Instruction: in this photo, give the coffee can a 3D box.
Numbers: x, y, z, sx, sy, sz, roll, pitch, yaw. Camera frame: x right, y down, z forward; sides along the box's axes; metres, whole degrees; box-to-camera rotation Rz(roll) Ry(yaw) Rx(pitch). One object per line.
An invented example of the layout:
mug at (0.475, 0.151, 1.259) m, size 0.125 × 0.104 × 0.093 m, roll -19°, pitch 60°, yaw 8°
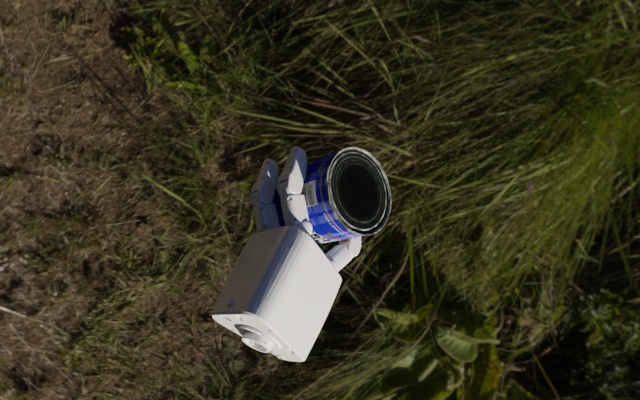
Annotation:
coffee can at (0.000, 0.002, 0.584) m, size 0.103 × 0.103 × 0.140 m, roll 0°, pitch -11°, yaw -41°
